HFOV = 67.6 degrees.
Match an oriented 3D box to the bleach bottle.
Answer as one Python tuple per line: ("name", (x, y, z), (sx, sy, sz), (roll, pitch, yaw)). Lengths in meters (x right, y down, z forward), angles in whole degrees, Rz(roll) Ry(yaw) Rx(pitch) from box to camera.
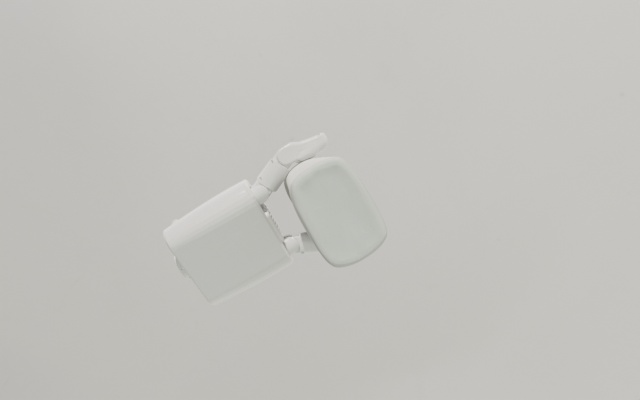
("bleach bottle", (0.000, 0.002, 0.551), (0.068, 0.102, 0.251), (-30, 7, -5))
